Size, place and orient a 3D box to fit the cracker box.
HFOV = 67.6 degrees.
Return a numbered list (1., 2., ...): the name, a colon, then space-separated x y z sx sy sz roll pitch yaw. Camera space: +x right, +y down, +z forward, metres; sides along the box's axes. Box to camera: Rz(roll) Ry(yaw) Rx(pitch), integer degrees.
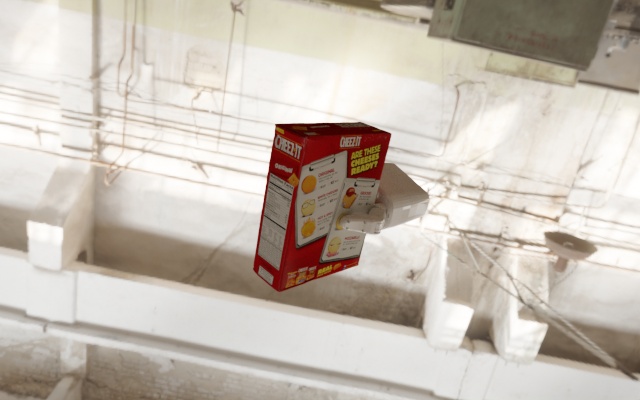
1. cracker box: 0.000 0.002 0.659 0.164 0.214 0.072 -10 29 -44
